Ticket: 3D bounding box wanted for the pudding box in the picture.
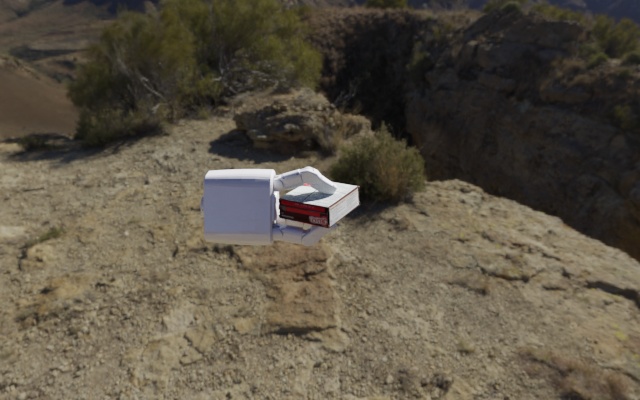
[{"bbox_3d":[0.000,0.002,0.759,0.090,0.039,0.113,12,26,27],"label":"pudding box"}]
